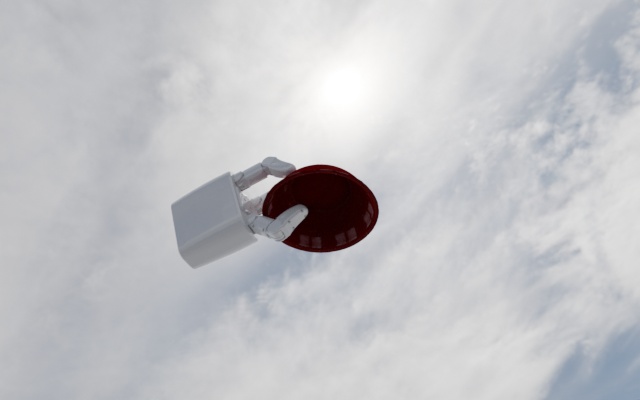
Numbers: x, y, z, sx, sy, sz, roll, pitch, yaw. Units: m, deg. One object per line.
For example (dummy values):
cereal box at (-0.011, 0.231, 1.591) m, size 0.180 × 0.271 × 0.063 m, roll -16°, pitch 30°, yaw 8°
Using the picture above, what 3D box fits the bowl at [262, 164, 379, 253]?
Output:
bowl at (0.001, 0.002, 0.678) m, size 0.162 × 0.162 × 0.055 m, roll 0°, pitch 43°, yaw 0°
